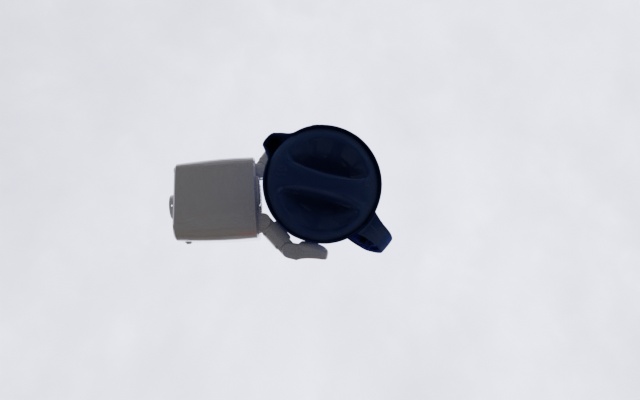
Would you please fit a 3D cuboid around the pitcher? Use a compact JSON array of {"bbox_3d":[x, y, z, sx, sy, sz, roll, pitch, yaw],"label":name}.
[{"bbox_3d":[0.000,0.002,0.637,0.145,0.149,0.243,-5,-6,-5],"label":"pitcher"}]
